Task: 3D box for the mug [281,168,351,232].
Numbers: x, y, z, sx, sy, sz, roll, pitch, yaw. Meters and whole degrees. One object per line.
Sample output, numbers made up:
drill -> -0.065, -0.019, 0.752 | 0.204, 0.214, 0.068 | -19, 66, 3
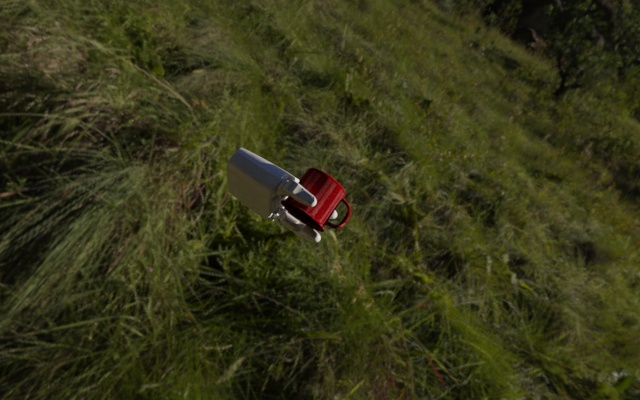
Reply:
mug -> 0.001, 0.003, 0.844 | 0.117, 0.081, 0.093 | 32, -13, 13
